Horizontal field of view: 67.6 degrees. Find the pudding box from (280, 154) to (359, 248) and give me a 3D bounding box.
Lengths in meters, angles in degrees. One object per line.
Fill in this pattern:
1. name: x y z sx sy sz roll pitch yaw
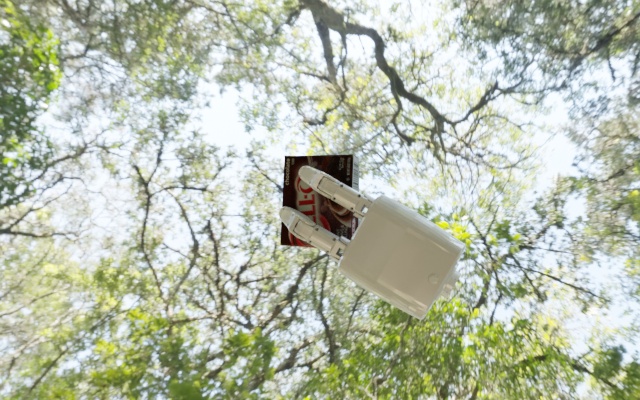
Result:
1. pudding box: 0.000 0.002 0.579 0.090 0.113 0.039 1 -6 20
